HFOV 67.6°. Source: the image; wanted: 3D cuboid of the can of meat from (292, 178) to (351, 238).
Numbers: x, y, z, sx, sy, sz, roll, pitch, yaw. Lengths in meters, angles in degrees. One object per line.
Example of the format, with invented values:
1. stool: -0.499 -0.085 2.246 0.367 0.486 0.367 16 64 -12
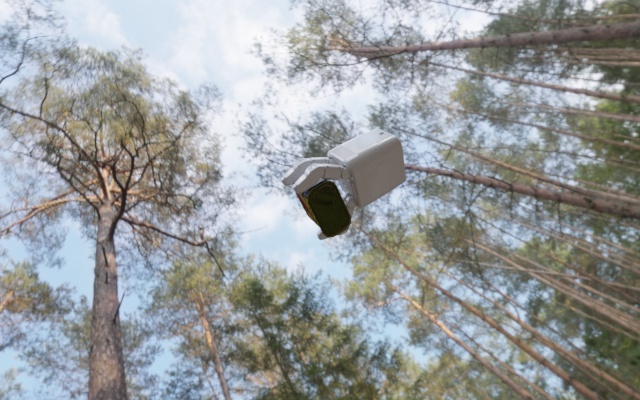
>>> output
1. can of meat: 0.000 0.003 0.839 0.057 0.102 0.084 -32 29 -10
